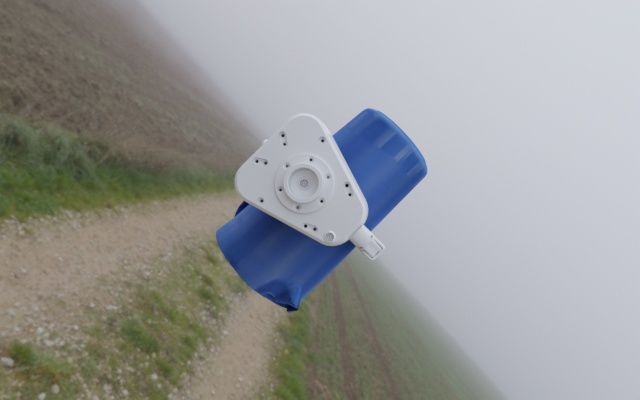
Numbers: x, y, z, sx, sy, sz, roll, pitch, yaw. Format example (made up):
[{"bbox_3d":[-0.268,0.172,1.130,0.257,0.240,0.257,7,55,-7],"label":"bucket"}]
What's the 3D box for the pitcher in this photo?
[{"bbox_3d":[0.000,0.002,0.578,0.243,0.149,0.145,-43,-3,2],"label":"pitcher"}]
